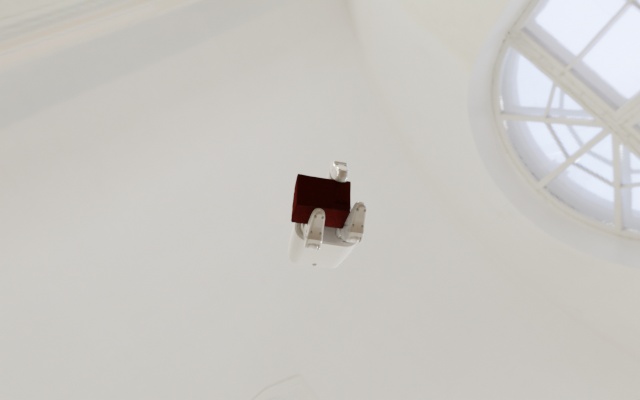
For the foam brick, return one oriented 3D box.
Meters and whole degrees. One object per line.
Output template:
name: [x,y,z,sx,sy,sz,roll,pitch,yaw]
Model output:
foam brick: [0.000,0.002,0.675,0.078,0.053,0.051,9,-32,-9]
